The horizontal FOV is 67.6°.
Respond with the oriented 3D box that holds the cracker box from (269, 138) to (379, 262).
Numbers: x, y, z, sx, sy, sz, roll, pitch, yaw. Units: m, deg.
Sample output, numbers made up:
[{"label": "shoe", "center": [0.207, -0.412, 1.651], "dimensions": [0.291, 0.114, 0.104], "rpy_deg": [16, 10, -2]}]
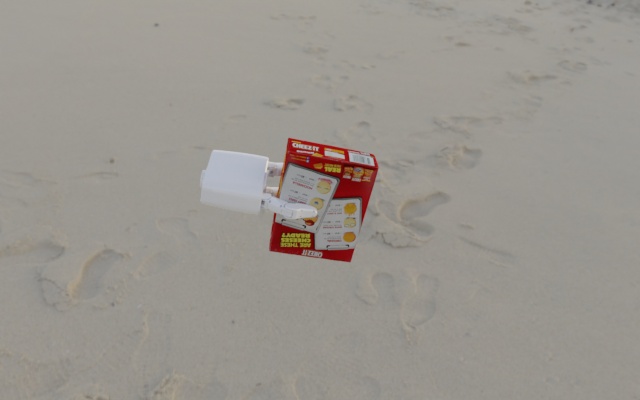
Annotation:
[{"label": "cracker box", "center": [0.000, 0.003, 0.893], "dimensions": [0.164, 0.214, 0.072], "rpy_deg": [9, 30, -7]}]
